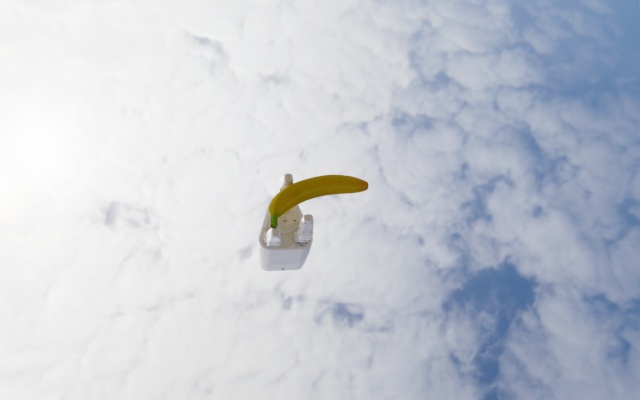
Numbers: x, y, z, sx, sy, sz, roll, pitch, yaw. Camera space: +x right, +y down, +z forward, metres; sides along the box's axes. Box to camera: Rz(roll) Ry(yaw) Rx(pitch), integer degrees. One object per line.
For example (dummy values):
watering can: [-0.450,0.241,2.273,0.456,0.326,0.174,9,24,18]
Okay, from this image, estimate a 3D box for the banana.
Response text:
banana: [-0.012,-0.010,0.823,0.198,0.069,0.037,-23,-27,-23]
